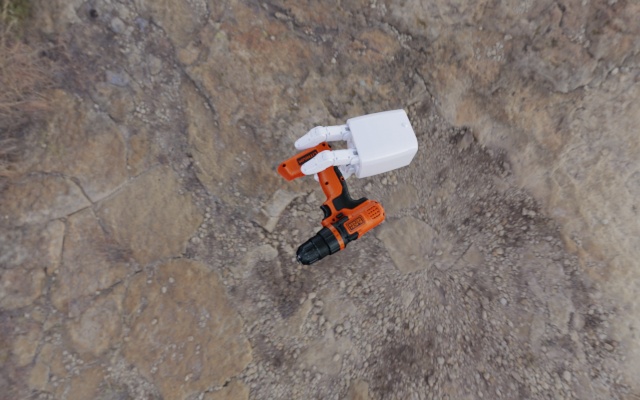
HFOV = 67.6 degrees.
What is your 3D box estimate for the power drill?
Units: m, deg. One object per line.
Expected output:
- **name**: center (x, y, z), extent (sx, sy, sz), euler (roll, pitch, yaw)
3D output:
- **power drill**: center (0.000, 0.002, 0.865), extent (0.184, 0.187, 0.057), euler (-30, -4, -19)
